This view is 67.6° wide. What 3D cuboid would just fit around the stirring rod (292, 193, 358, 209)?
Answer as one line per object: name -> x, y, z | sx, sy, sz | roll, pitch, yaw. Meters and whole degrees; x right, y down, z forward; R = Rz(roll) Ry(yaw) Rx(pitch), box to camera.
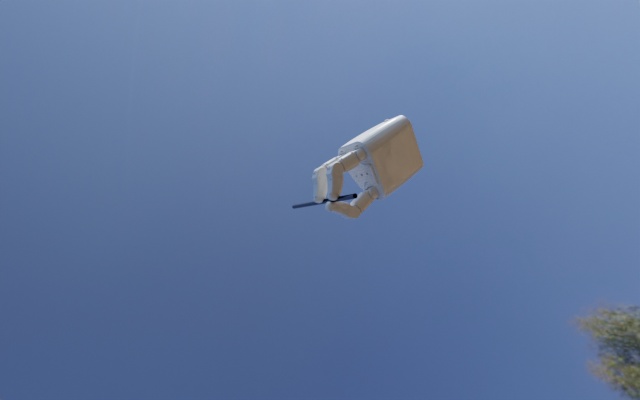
stirring rod -> 0.000, 0.003, 0.812 | 0.011, 0.011, 0.239 | 0, -4, -25
